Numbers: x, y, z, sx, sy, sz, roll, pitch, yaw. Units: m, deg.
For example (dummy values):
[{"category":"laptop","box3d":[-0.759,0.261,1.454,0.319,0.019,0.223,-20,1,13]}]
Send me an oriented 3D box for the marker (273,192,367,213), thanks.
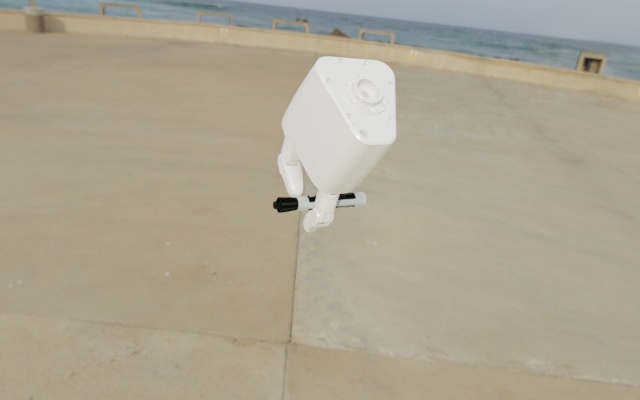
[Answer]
[{"category":"marker","box3d":[0.000,0.002,0.586,0.121,0.020,0.020,-4,2,-25]}]
